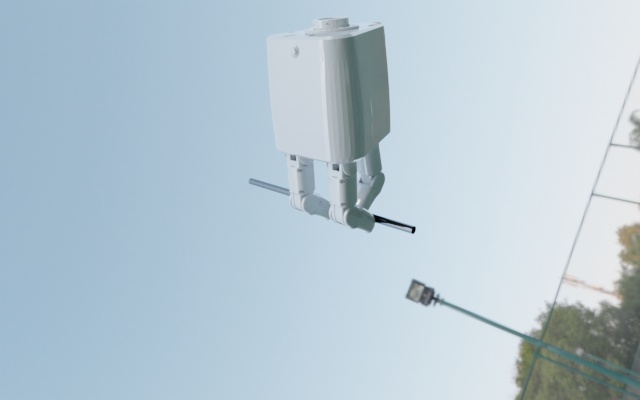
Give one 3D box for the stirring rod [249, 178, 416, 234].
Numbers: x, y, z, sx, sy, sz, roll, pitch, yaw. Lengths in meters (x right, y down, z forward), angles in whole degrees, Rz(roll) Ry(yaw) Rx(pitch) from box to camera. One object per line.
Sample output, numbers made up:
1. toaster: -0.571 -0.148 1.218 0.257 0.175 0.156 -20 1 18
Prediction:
1. stirring rod: 0.000 0.002 0.530 0.239 0.011 0.011 17 11 40
